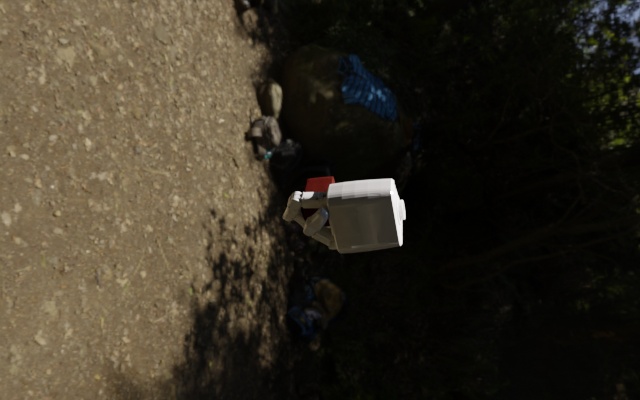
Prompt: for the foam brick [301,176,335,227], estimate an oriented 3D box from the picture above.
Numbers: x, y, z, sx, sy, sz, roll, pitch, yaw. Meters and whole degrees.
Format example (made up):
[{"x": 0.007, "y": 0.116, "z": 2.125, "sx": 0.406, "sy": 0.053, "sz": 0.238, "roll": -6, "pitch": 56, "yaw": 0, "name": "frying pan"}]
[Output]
[{"x": 0.000, "y": 0.002, "z": 0.835, "sx": 0.051, "sy": 0.053, "sz": 0.078, "roll": -7, "pitch": 40, "yaw": 16, "name": "foam brick"}]
